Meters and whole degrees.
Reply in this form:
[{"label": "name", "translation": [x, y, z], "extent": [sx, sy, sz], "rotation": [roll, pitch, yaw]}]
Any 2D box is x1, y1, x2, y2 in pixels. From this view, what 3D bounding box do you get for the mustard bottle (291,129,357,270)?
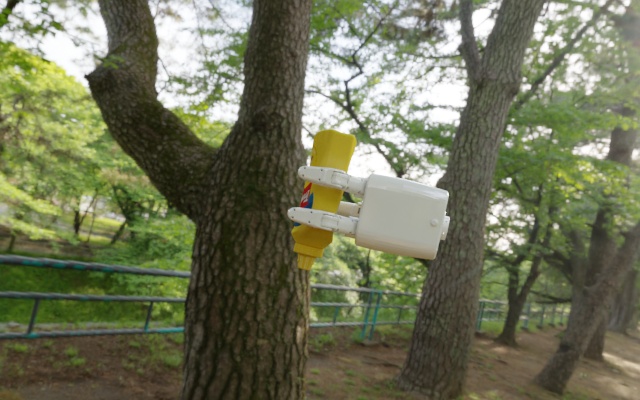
[{"label": "mustard bottle", "translation": [0.000, 0.002, 0.666], "extent": [0.058, 0.191, 0.096], "rotation": [14, -4, -13]}]
